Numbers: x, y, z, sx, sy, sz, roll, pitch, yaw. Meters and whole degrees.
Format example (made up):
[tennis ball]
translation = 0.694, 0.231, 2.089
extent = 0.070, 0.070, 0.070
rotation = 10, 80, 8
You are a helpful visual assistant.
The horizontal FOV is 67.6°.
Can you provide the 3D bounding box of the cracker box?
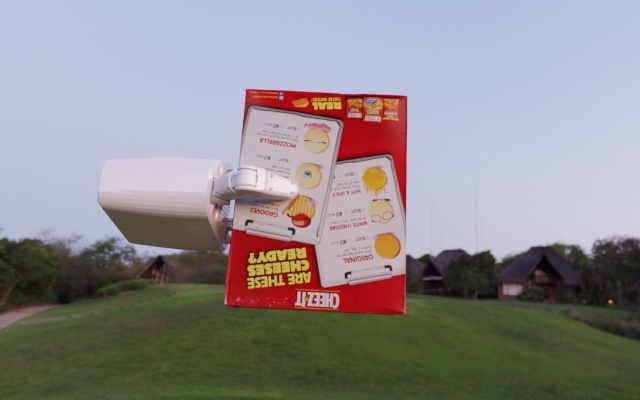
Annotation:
[cracker box]
translation = 0.000, 0.001, 0.477
extent = 0.164, 0.213, 0.072
rotation = 3, -13, 1
